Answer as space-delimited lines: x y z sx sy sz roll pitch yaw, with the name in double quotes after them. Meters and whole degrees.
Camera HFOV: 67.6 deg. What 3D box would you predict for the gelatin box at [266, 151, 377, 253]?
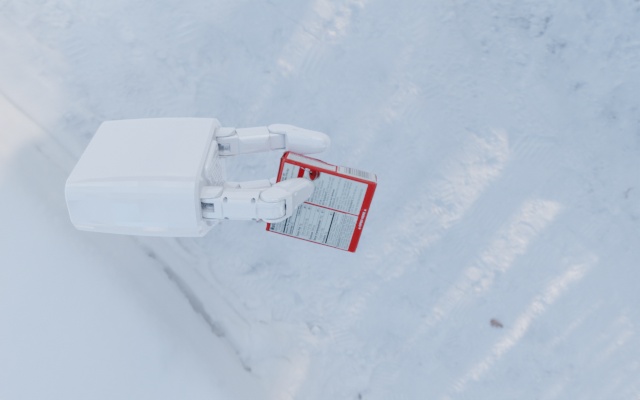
0.000 0.002 0.442 0.089 0.073 0.030 15 22 -1 "gelatin box"
